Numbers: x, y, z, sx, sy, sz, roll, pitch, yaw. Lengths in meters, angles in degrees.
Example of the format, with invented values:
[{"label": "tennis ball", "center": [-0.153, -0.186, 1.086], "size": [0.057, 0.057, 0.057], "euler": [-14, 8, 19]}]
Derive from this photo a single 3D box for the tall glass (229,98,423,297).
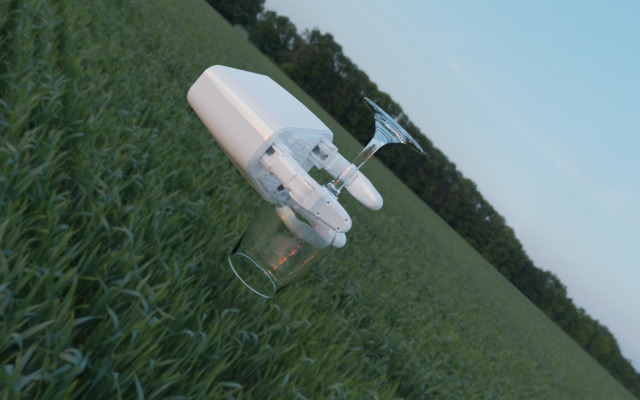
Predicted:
[{"label": "tall glass", "center": [0.001, 0.001, 0.457], "size": [0.079, 0.201, 0.079], "euler": [42, 8, -7]}]
